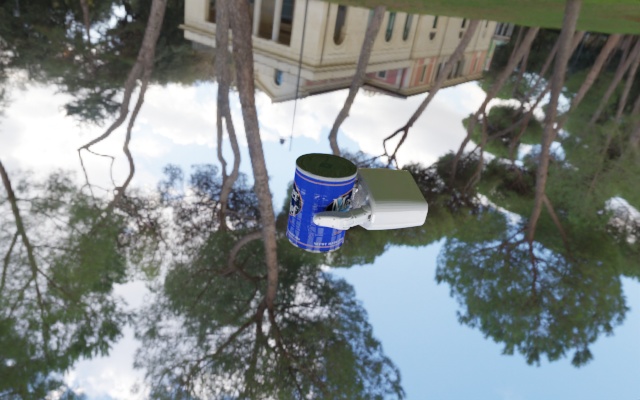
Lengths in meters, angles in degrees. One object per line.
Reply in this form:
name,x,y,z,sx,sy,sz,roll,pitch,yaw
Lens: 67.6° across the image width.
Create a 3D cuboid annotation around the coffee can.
coffee can,0.000,0.003,0.810,0.103,0.140,0.102,7,27,-4
